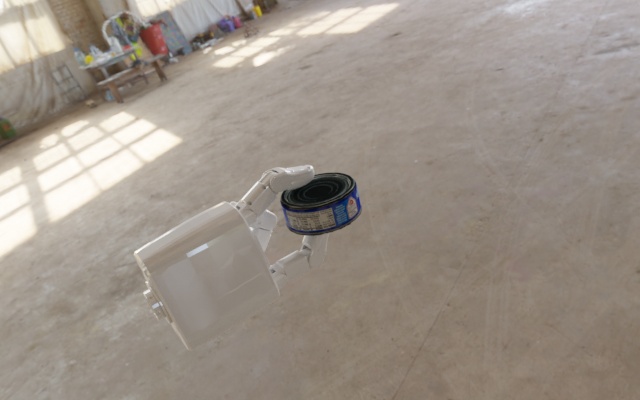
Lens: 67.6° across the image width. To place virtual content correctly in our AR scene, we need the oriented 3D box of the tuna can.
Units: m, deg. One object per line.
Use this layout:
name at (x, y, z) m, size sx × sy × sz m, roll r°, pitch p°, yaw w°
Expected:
tuna can at (0.000, 0.001, 0.519) m, size 0.086 × 0.034 × 0.086 m, roll -11°, pitch 25°, yaw 5°
